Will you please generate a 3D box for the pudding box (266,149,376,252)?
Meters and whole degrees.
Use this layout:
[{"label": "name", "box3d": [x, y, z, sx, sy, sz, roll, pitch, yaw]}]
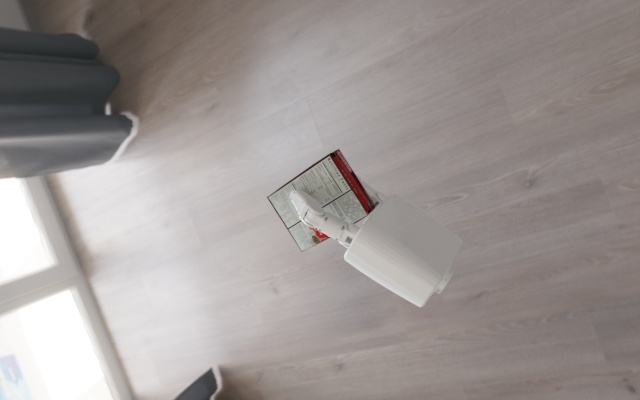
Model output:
[{"label": "pudding box", "box3d": [0.000, 0.002, 0.605, 0.113, 0.090, 0.039, -32, 0, 26]}]
